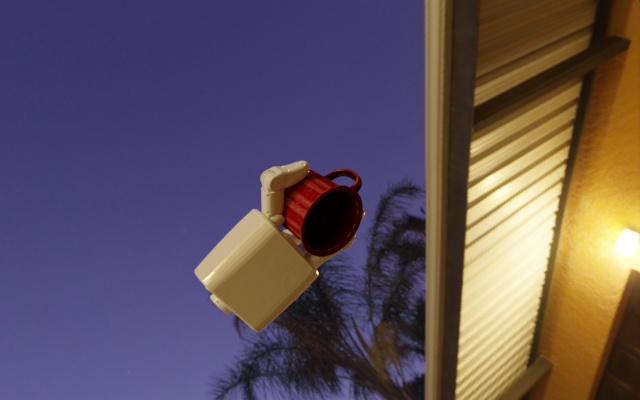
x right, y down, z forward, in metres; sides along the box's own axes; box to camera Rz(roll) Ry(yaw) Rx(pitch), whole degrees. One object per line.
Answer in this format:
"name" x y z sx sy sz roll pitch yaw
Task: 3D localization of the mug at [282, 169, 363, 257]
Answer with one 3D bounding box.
"mug" 0.001 0.001 0.597 0.081 0.117 0.093 34 -16 45
